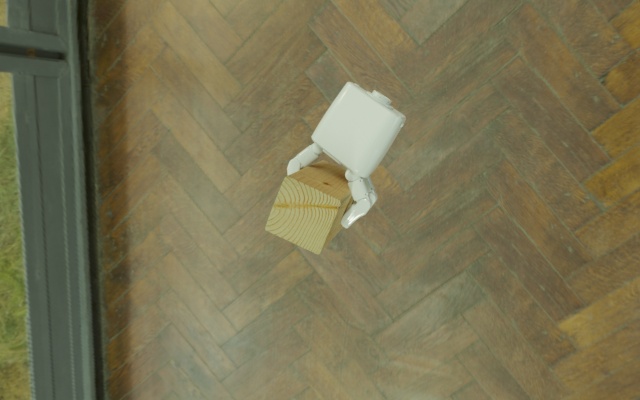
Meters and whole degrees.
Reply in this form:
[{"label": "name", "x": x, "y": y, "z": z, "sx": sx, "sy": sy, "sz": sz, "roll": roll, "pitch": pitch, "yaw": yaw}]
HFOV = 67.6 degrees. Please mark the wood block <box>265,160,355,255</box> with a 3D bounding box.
[{"label": "wood block", "x": 0.000, "y": 0.002, "z": 0.769, "sx": 0.091, "sy": 0.090, "sz": 0.206, "roll": 25, "pitch": 16, "yaw": 9}]
